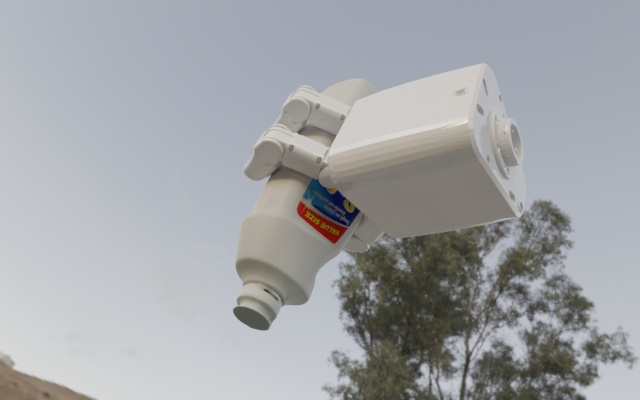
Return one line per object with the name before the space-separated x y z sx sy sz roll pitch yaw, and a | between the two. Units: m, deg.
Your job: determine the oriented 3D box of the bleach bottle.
bleach bottle | 0.000 0.001 0.410 0.068 0.103 0.250 -11 38 36
